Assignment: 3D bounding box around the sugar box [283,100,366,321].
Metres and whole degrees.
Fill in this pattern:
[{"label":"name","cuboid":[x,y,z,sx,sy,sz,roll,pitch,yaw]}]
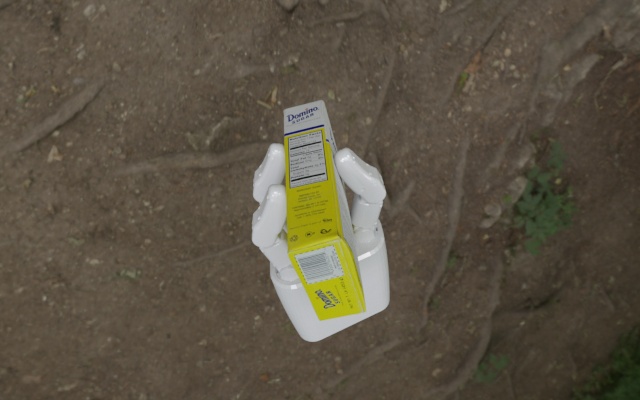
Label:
[{"label":"sugar box","cuboid":[0.000,0.002,0.411,0.048,0.093,0.176,-14,43,5]}]
